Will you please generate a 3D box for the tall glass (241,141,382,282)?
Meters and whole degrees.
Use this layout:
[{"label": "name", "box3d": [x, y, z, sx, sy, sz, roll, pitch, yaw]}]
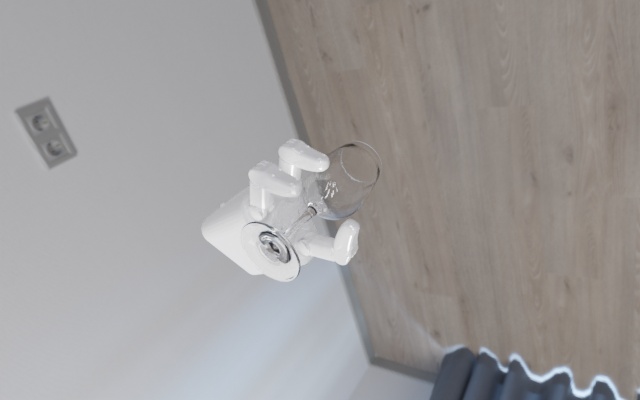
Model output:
[{"label": "tall glass", "box3d": [0.000, 0.002, 0.549, 0.079, 0.079, 0.201, 0, 31, 38]}]
